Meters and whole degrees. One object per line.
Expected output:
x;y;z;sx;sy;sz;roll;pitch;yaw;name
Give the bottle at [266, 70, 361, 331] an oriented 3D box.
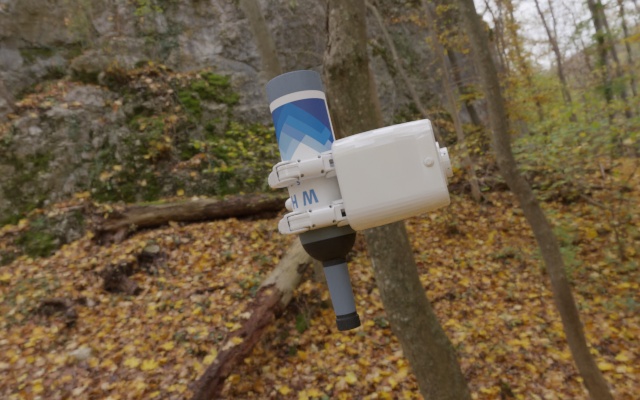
0.000;0.002;0.554;0.069;0.295;0.069;-13;-5;-1;bottle
